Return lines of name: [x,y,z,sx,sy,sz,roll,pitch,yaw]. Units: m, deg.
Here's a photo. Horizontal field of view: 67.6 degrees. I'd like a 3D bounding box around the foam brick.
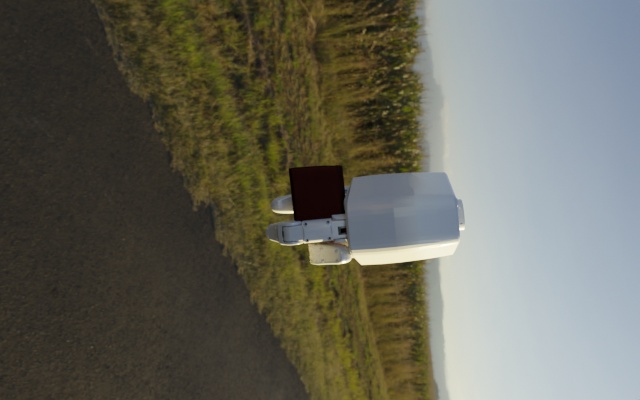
foam brick: [0.000,0.001,0.512,0.051,0.078,0.053,-6,2,11]
